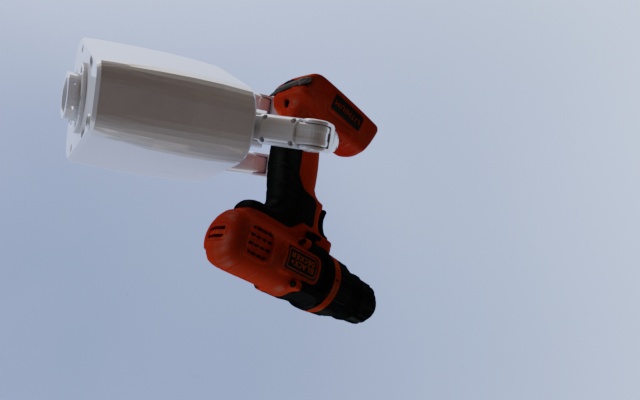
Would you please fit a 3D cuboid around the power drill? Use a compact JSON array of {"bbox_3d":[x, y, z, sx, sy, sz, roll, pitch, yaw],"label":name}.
[{"bbox_3d":[0.000,0.001,0.418,0.057,0.187,0.184,-10,-32,39],"label":"power drill"}]
